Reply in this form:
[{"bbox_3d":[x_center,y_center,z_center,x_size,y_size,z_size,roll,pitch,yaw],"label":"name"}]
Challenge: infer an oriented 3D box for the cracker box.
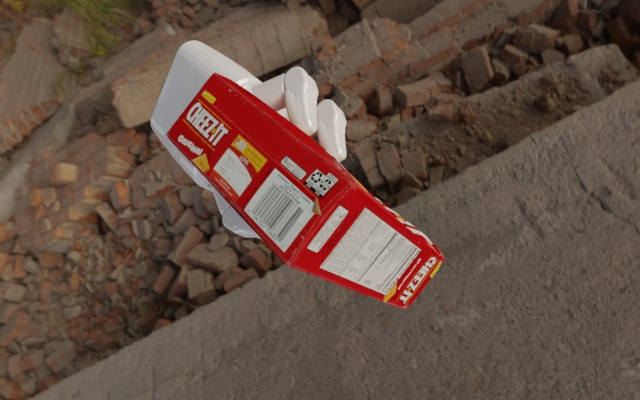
[{"bbox_3d":[0.000,0.001,0.404,0.164,0.072,0.214,41,5,34],"label":"cracker box"}]
